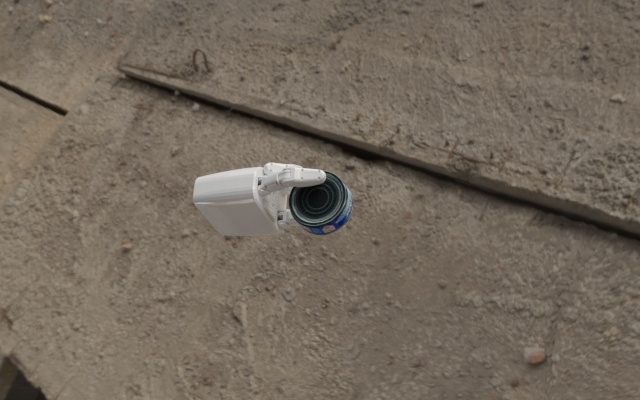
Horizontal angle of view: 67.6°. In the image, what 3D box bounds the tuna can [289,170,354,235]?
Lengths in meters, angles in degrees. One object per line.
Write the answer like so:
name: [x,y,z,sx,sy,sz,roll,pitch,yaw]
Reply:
tuna can: [0.000,0.002,0.658,0.086,0.086,0.034,0,-23,19]
